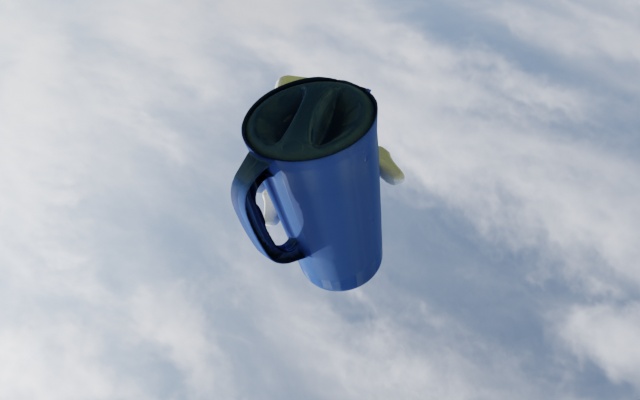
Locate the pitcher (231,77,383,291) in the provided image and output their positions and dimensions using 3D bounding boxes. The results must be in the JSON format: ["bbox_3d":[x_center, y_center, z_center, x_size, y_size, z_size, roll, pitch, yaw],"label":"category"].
[{"bbox_3d":[0.000,0.002,0.535,0.149,0.145,0.243,-9,-45,5],"label":"pitcher"}]
